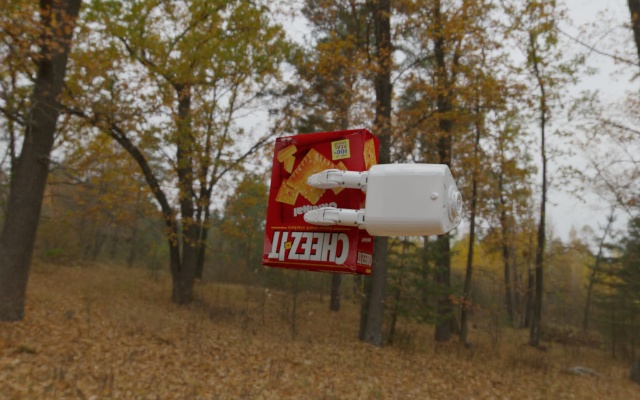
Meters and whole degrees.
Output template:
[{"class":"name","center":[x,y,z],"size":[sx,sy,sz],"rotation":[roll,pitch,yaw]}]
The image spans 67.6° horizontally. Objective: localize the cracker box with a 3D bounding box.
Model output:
[{"class":"cracker box","center":[0.000,0.002,0.745],"size":[0.164,0.213,0.072],"rotation":[0,-12,28]}]
